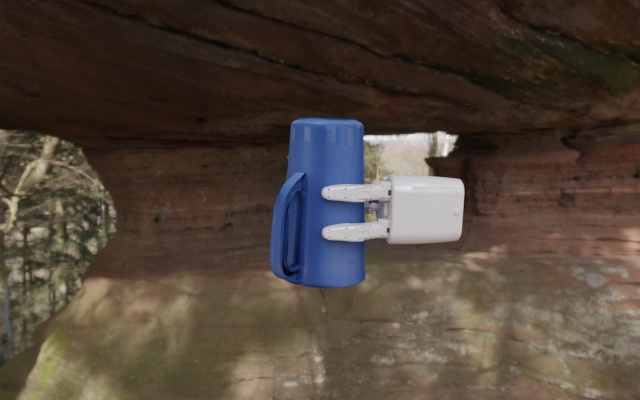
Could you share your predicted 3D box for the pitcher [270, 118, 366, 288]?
[{"bbox_3d":[0.000,0.002,0.710,0.145,0.243,0.149,1,7,-5],"label":"pitcher"}]
